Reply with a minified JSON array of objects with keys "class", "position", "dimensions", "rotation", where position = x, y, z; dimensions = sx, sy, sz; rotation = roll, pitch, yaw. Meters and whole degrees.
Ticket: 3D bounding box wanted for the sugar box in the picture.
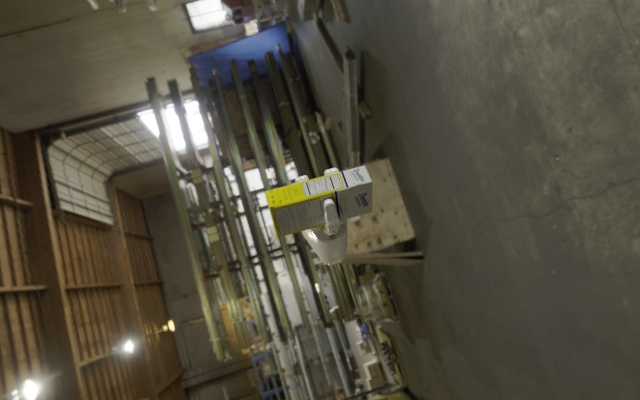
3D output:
[{"class":"sugar box","position":[0.000,0.002,0.821],"dimensions":[0.176,0.048,0.093],"rotation":[-16,-35,-6]}]
